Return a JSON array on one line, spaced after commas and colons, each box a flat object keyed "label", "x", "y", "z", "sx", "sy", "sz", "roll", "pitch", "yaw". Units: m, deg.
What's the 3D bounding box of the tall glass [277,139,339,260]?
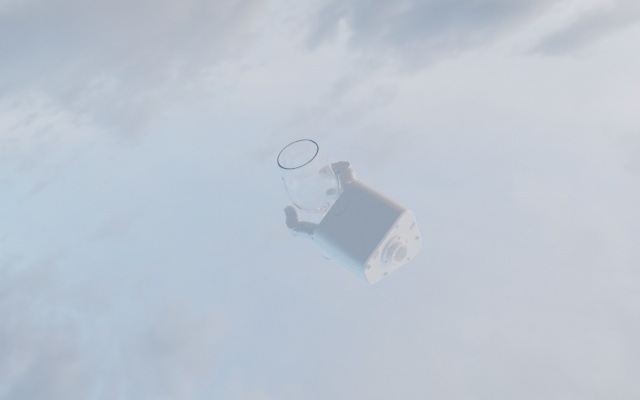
[{"label": "tall glass", "x": 0.000, "y": 0.003, "z": 0.729, "sx": 0.079, "sy": 0.079, "sz": 0.201, "roll": 0, "pitch": -43, "yaw": 26}]
